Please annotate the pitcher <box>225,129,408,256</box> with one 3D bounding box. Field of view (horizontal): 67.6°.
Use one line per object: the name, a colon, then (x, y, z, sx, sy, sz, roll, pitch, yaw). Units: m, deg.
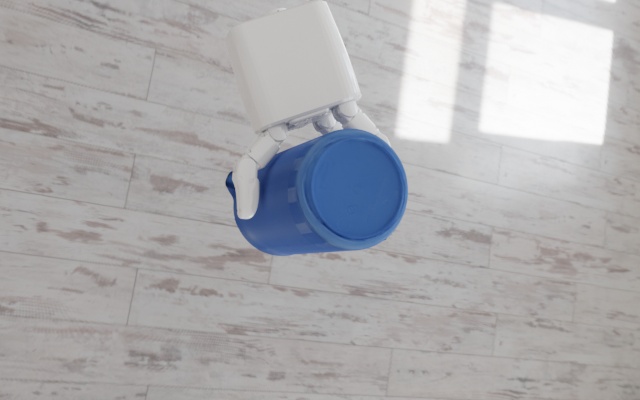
pitcher: (0.000, 0.002, 0.525, 0.149, 0.145, 0.243, -21, 4, -21)
